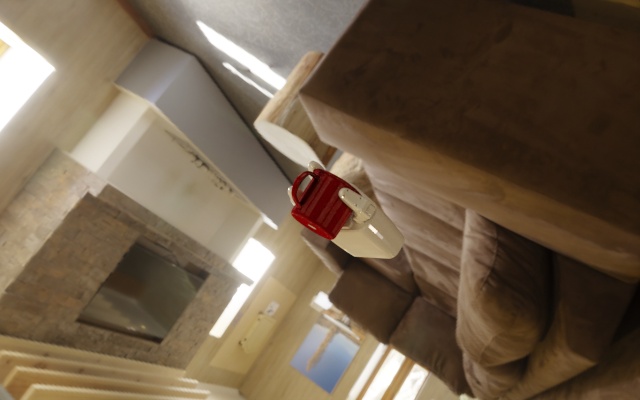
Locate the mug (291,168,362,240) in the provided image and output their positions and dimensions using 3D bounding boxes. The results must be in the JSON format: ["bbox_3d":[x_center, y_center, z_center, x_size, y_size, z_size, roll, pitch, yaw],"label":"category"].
[{"bbox_3d":[-0.001,0.002,0.744,0.093,0.081,0.117,19,-17,50],"label":"mug"}]
